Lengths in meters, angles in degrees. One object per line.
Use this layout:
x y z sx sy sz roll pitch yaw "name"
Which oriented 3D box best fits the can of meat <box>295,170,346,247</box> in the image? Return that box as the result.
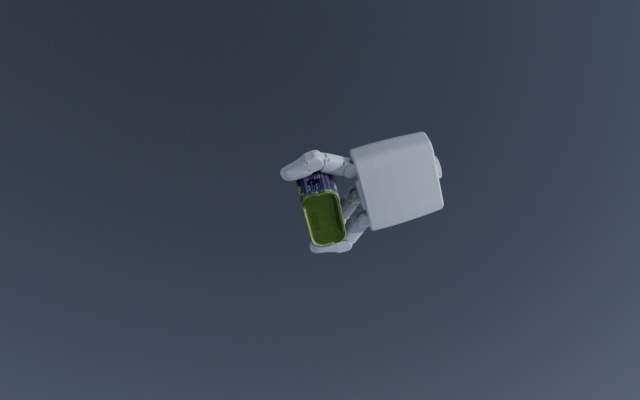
0.000 0.002 0.669 0.057 0.102 0.084 -14 39 0 "can of meat"
